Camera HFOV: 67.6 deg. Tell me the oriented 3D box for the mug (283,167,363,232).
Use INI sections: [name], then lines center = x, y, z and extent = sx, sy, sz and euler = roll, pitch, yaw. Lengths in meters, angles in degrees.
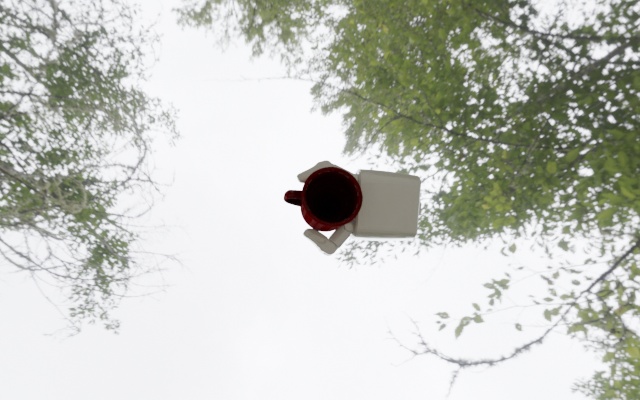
[mug]
center = -0.001, 0.002, 0.749
extent = 0.117, 0.093, 0.081
euler = 5, -15, -8
